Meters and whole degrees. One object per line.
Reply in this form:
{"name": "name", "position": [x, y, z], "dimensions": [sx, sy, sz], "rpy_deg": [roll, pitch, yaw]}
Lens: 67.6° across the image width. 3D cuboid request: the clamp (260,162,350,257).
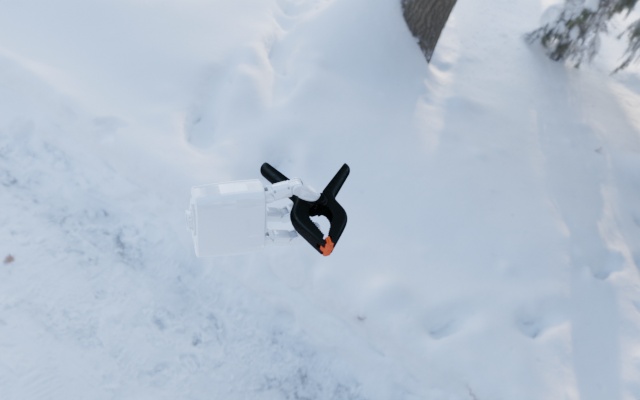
{"name": "clamp", "position": [0.000, 0.002, 0.804], "dimensions": [0.164, 0.036, 0.209], "rpy_deg": [-7, 46, -20]}
